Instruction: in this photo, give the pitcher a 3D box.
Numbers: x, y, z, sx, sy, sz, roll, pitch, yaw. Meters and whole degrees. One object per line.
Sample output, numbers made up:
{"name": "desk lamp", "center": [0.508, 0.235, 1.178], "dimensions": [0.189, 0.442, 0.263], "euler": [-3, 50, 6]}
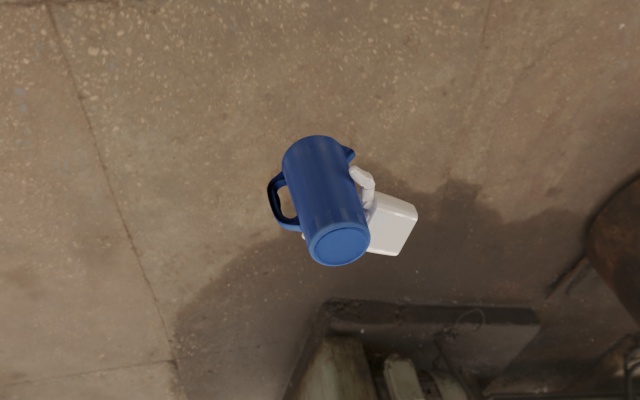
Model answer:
{"name": "pitcher", "center": [0.000, 0.003, 0.881], "dimensions": [0.145, 0.149, 0.242], "euler": [15, 36, -26]}
